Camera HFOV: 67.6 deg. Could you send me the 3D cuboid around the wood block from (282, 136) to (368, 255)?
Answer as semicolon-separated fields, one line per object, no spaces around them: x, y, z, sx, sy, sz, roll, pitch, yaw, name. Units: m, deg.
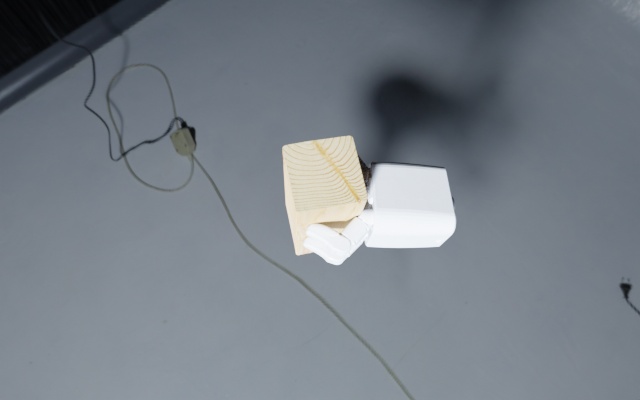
0.000;0.002;0.666;0.090;0.090;0.206;-10;-20;-7;wood block
